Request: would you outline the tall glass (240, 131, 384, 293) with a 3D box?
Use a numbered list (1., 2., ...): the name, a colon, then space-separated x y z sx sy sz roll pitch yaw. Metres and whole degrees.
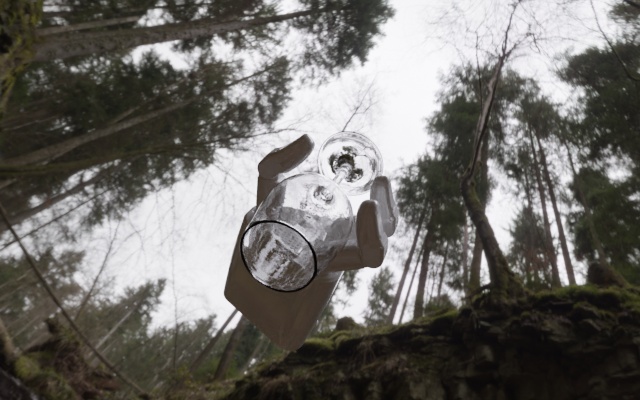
1. tall glass: 0.000 0.001 0.435 0.079 0.079 0.201 0 24 21
